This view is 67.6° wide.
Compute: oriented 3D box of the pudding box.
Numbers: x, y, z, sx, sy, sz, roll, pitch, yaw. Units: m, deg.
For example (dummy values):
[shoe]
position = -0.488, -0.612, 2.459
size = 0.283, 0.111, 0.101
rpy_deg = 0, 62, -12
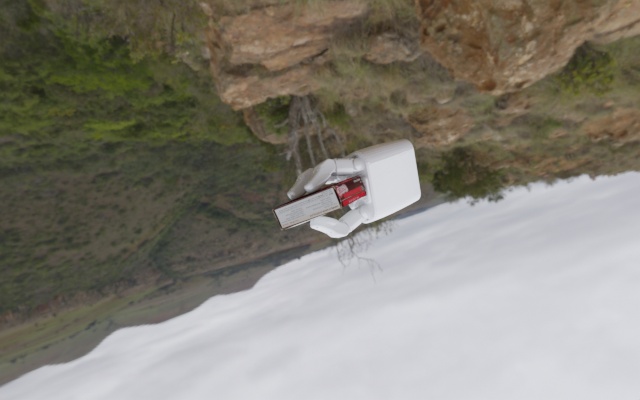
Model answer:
[pudding box]
position = 0.000, 0.002, 0.704
size = 0.113, 0.039, 0.090
rpy_deg = -23, -1, 31
